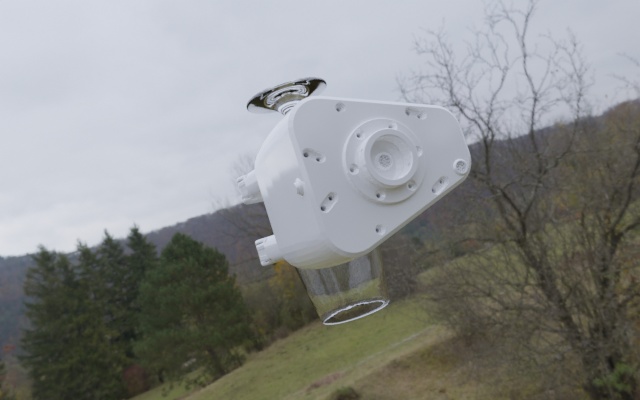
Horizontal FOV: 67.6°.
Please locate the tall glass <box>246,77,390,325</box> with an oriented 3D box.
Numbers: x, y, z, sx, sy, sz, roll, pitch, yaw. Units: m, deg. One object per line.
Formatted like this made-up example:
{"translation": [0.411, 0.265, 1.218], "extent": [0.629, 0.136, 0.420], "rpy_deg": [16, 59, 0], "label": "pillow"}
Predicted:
{"translation": [0.000, 0.001, 0.416], "extent": [0.079, 0.201, 0.079], "rpy_deg": [-18, -4, -1], "label": "tall glass"}
